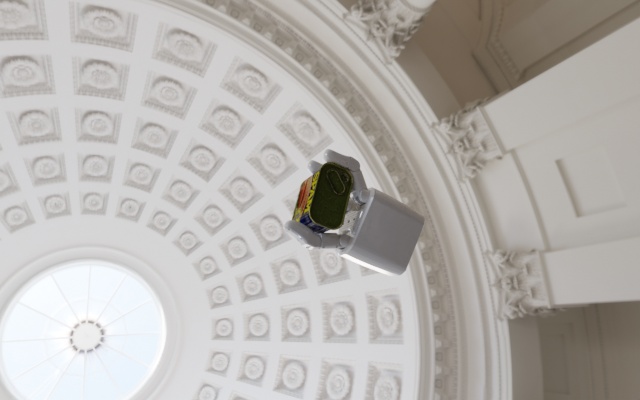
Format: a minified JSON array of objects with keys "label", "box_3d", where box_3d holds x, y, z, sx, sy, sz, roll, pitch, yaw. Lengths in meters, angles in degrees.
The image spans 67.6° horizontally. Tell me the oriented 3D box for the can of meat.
[{"label":"can of meat","box_3d":[0.000,0.003,0.741,0.057,0.102,0.084,22,-23,-19]}]
